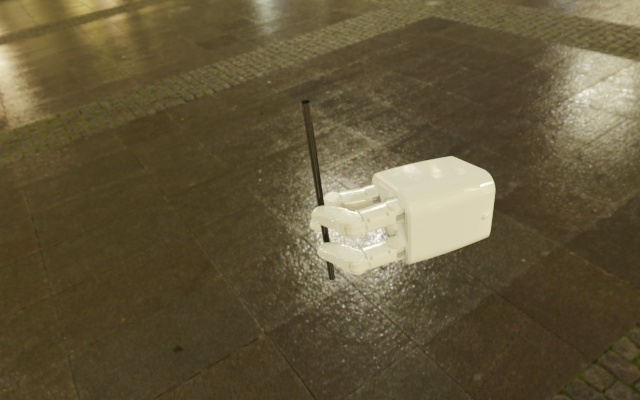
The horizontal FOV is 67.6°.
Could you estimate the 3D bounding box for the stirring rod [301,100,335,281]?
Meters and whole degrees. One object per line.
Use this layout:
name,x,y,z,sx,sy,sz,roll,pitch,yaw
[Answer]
stirring rod,0.000,0.002,0.526,0.011,0.240,0.011,-5,37,4
